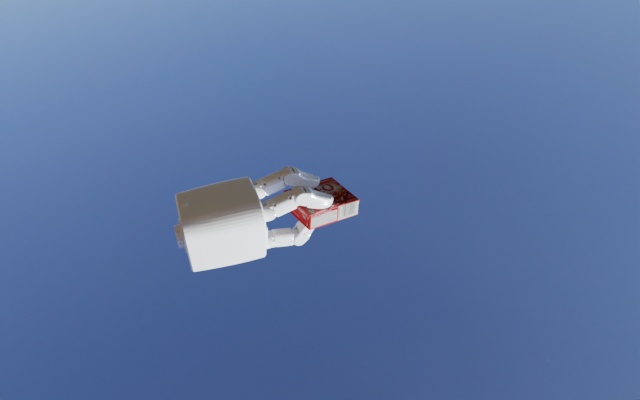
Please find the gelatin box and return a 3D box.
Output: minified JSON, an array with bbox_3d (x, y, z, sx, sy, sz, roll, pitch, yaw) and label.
[{"bbox_3d":[0.000,0.003,0.698,0.089,0.030,0.073,-16,38,-29],"label":"gelatin box"}]
